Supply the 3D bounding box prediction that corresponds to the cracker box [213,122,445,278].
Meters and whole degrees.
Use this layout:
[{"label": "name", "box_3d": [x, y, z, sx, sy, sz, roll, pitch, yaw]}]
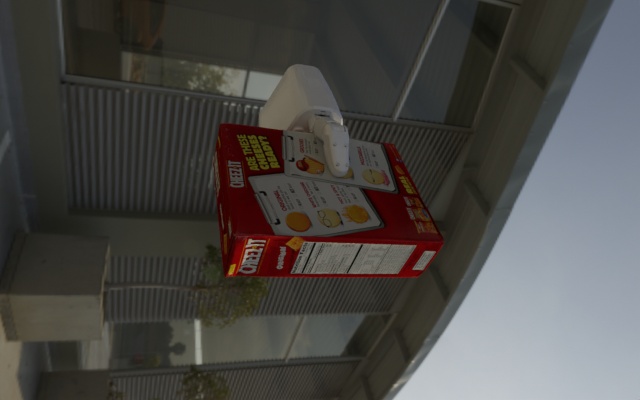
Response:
[{"label": "cracker box", "box_3d": [0.000, 0.002, 0.512, 0.214, 0.072, 0.164, 3, 43, -20]}]
